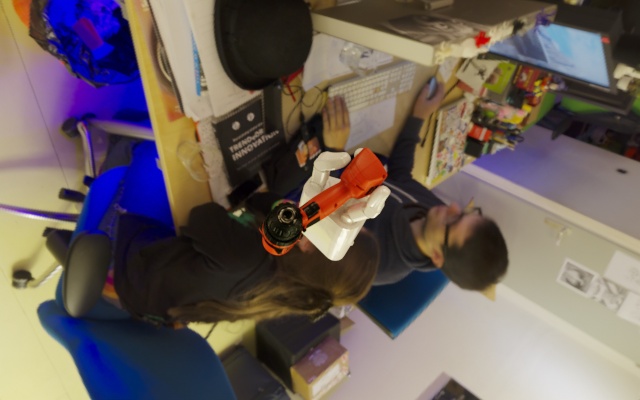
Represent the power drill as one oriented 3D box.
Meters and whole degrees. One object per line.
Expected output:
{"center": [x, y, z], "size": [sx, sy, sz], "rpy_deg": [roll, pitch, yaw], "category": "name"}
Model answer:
{"center": [0.000, 0.002, 0.662], "size": [0.187, 0.057, 0.184], "rpy_deg": [-33, -5, -16], "category": "power drill"}
